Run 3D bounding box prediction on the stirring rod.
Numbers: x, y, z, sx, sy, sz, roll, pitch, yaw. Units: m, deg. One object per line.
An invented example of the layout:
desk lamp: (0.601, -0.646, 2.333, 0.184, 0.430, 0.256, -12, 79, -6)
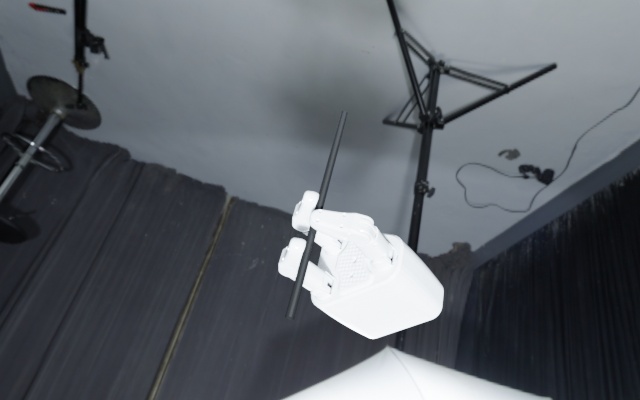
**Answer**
stirring rod: (0.000, 0.001, 0.471, 0.011, 0.239, 0.011, 11, -32, 7)
